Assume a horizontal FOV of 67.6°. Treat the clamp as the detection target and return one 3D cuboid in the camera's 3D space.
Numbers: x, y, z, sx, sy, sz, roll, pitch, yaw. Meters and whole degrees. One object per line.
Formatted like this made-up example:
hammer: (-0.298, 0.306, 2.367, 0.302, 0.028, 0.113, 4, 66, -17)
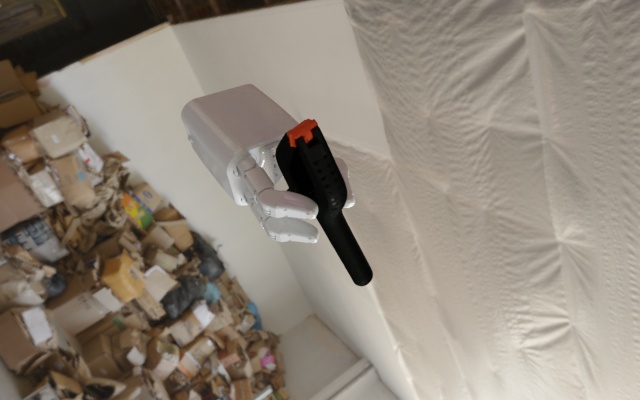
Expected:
clamp: (0.001, 0.001, 0.514, 0.036, 0.164, 0.210, -38, -25, -20)
